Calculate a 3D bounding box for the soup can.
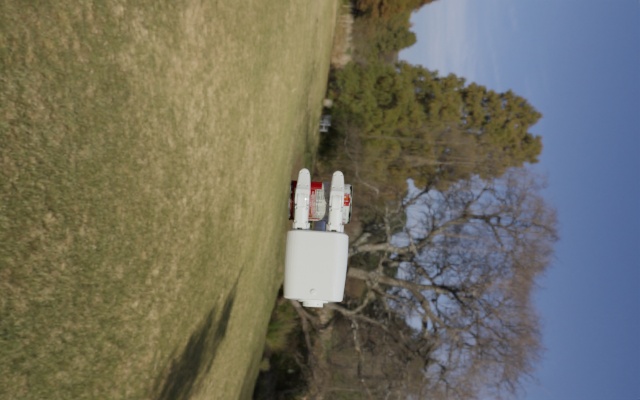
[{"bbox_3d":[0.000,0.002,0.799,0.102,0.068,0.068,4,0,1],"label":"soup can"}]
